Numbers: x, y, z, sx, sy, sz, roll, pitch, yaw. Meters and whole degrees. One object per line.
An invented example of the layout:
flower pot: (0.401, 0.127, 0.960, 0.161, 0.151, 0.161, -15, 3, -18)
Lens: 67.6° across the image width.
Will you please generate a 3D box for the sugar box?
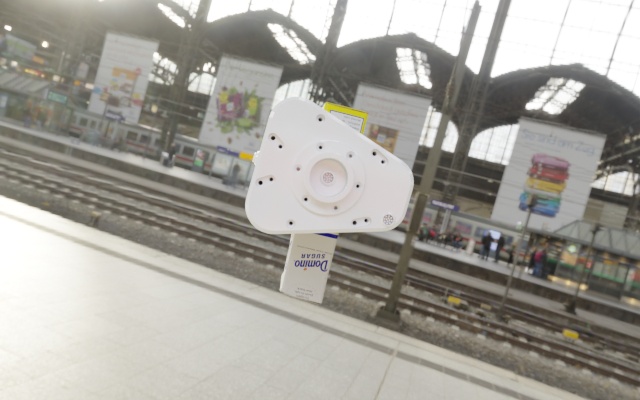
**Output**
sugar box: (0.000, 0.001, 0.463, 0.048, 0.176, 0.093, 16, 1, -3)
